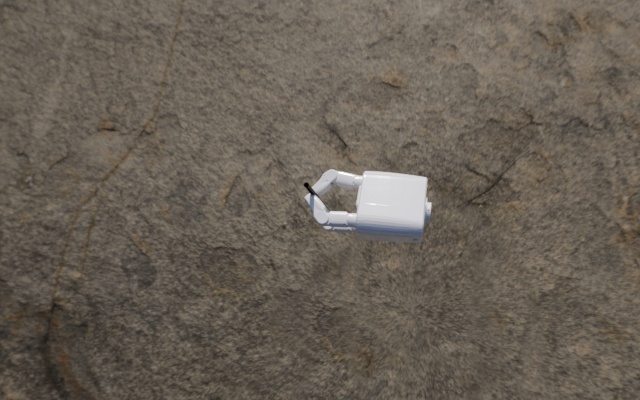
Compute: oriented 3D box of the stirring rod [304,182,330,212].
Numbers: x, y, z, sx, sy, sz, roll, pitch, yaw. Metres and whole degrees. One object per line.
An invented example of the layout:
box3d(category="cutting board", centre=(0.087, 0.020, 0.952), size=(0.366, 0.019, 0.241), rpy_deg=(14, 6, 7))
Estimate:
box3d(category="stirring rod", centre=(0.000, 0.003, 0.853), size=(0.011, 0.011, 0.239), rpy_deg=(0, -13, 11))
